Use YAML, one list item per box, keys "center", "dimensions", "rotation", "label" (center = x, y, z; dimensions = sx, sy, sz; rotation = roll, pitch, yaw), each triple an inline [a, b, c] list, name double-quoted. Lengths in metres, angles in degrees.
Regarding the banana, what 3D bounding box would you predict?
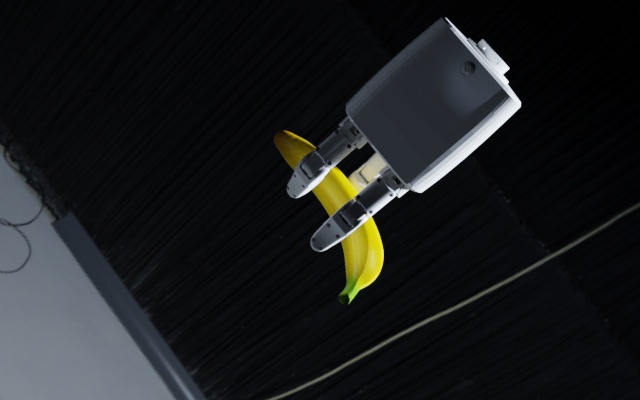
- center: [0.014, 0.006, 0.475]
  dimensions: [0.069, 0.197, 0.037]
  rotation: [7, -42, -46]
  label: "banana"
